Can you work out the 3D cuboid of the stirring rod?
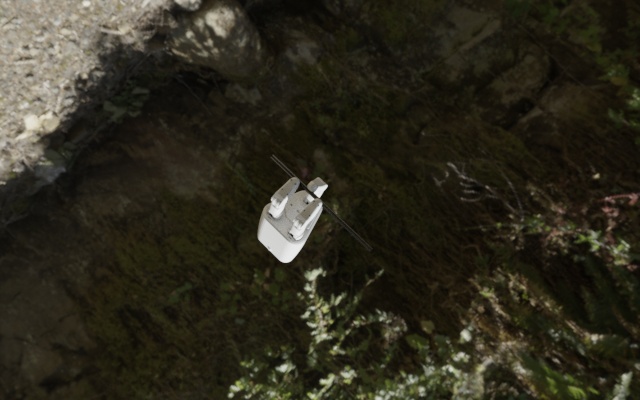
[{"bbox_3d":[0.000,0.003,0.828,0.239,0.011,0.011,43,9,9],"label":"stirring rod"}]
